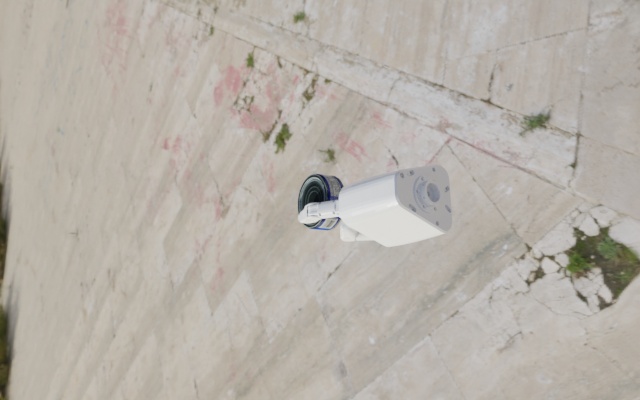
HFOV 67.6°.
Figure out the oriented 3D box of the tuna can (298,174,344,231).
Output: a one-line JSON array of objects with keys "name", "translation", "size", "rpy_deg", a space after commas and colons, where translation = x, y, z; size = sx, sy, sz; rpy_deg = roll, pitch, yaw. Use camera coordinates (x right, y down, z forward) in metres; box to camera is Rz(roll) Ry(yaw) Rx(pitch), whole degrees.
[{"name": "tuna can", "translation": [0.000, 0.002, 0.731], "size": [0.034, 0.086, 0.086], "rpy_deg": [6, -4, -34]}]
